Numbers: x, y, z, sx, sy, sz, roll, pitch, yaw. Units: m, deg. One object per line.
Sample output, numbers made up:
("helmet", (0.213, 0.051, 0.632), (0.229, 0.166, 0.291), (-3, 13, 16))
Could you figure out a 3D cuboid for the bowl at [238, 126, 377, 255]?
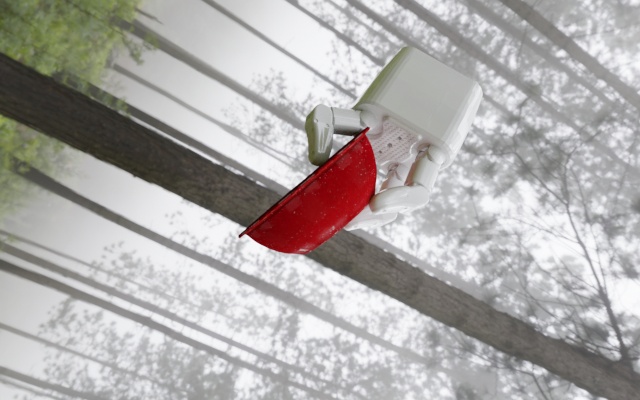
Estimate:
("bowl", (-0.001, 0.003, 0.456), (0.162, 0.055, 0.162), (-39, 3, 3))
